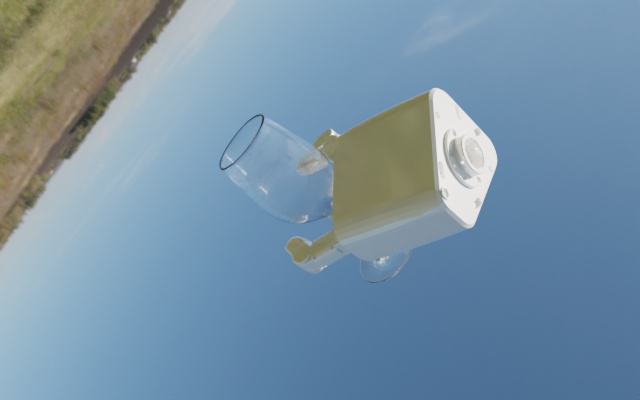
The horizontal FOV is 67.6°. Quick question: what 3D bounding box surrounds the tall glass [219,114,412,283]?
[{"bbox_3d":[0.000,0.002,0.468,0.201,0.079,0.079,37,-19,-26],"label":"tall glass"}]
